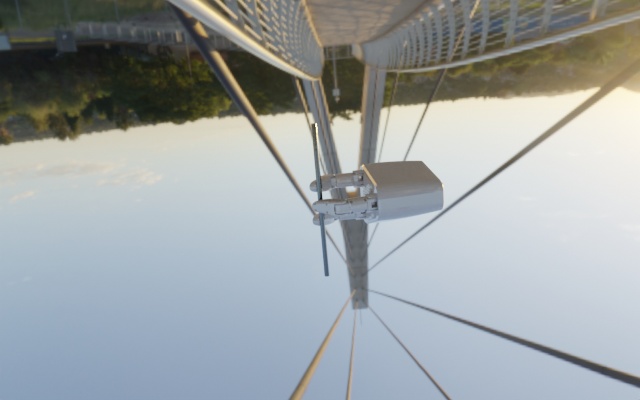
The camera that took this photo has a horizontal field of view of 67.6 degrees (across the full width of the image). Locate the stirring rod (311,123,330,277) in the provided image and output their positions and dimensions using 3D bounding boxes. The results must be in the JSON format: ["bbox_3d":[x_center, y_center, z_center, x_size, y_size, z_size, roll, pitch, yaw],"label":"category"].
[{"bbox_3d":[0.000,0.002,0.735,0.011,0.239,0.011,-5,12,1],"label":"stirring rod"}]
